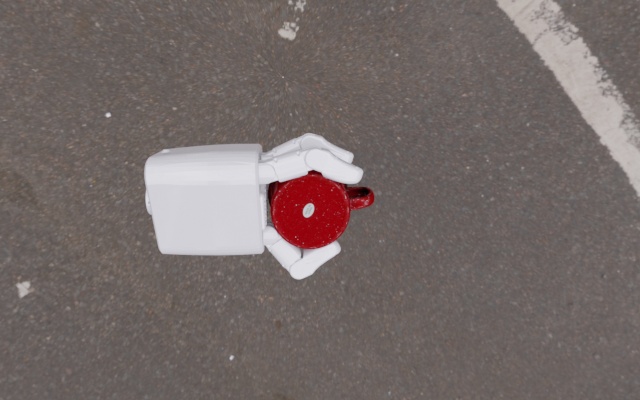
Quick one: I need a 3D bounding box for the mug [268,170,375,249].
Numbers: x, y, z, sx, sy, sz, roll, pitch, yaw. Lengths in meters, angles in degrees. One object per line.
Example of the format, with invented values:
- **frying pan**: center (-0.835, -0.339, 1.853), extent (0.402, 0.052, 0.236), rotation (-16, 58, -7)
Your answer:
- **mug**: center (0.002, 0.002, 0.514), extent (0.117, 0.093, 0.081), rotation (-3, 15, -3)
